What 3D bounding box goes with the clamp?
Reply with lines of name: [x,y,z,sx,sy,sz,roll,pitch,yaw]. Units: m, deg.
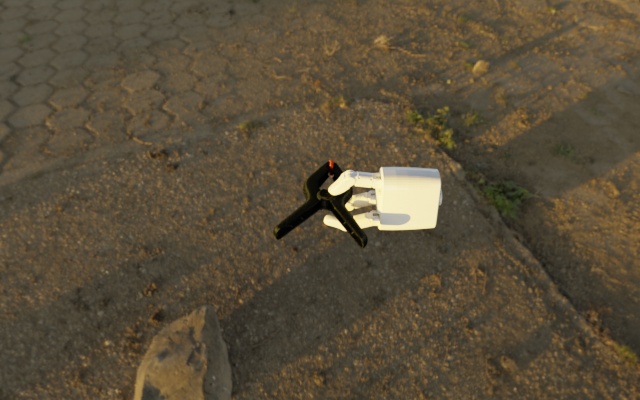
clamp: [0.000,0.002,0.888,0.164,0.209,0.036,2,-44,-1]
